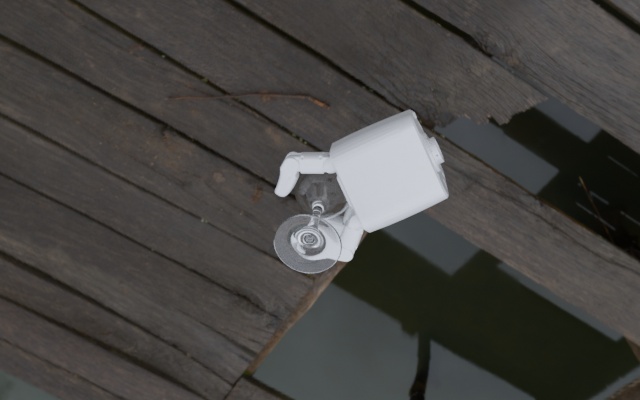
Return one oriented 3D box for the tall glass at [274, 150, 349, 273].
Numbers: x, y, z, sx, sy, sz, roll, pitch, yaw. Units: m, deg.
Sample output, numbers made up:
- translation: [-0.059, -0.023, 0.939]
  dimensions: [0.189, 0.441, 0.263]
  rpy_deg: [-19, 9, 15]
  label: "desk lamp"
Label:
- translation: [0.000, 0.002, 0.599]
  dimensions: [0.079, 0.079, 0.201]
  rpy_deg: [0, 28, 9]
  label: "tall glass"
